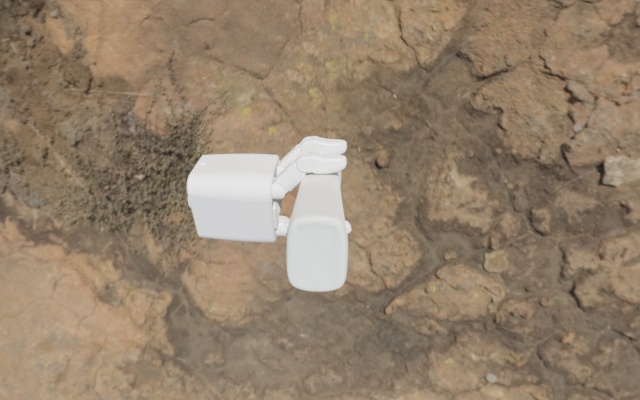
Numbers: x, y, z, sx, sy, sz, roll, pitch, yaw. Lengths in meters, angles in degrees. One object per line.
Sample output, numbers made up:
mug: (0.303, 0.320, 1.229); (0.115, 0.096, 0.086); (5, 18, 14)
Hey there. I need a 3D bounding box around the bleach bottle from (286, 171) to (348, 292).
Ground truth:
bleach bottle: (0.000, 0.002, 0.625); (0.068, 0.103, 0.250); (2, 27, 1)
